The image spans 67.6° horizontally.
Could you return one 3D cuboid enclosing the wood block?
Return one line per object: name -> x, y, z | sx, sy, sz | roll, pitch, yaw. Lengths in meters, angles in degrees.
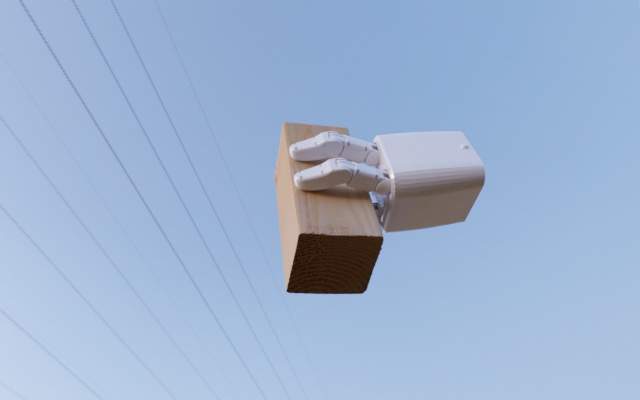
wood block -> 0.000, 0.002, 0.566 | 0.090, 0.091, 0.206 | 3, 39, -12
